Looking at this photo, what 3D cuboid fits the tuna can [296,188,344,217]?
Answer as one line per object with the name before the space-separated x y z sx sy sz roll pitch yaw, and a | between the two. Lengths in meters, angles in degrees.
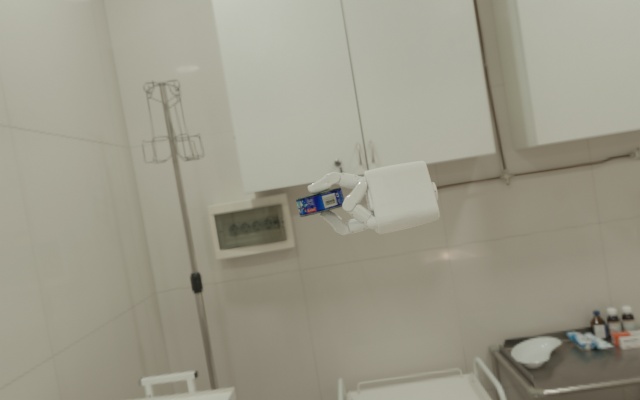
tuna can | 0.000 0.002 0.859 0.086 0.034 0.086 -15 2 0
